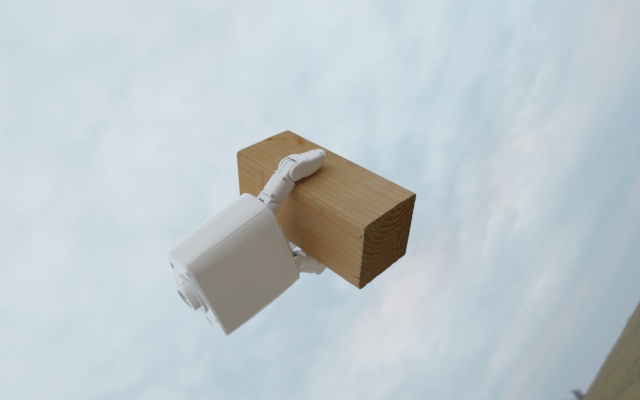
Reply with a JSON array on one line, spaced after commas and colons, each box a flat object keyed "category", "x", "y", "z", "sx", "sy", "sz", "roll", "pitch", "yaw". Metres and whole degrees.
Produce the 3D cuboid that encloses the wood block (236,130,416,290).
[{"category": "wood block", "x": 0.000, "y": 0.002, "z": 0.573, "sx": 0.206, "sy": 0.091, "sz": 0.090, "roll": 31, "pitch": 44, "yaw": 34}]
